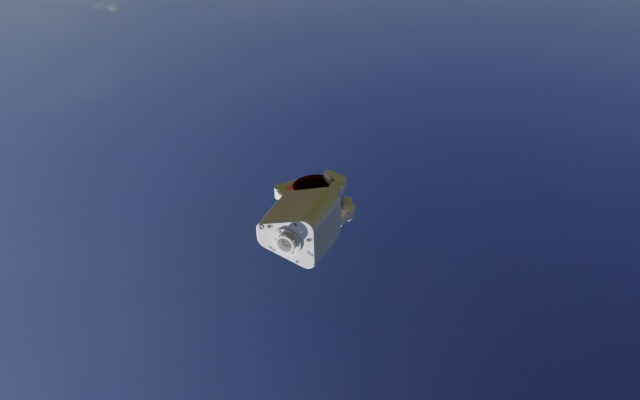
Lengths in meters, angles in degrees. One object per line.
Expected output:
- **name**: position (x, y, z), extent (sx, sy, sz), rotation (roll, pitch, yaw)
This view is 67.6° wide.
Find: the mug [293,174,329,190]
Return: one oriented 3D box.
- **mug**: position (0.001, 0.002, 0.897), extent (0.093, 0.081, 0.117), rotation (14, 32, 20)
